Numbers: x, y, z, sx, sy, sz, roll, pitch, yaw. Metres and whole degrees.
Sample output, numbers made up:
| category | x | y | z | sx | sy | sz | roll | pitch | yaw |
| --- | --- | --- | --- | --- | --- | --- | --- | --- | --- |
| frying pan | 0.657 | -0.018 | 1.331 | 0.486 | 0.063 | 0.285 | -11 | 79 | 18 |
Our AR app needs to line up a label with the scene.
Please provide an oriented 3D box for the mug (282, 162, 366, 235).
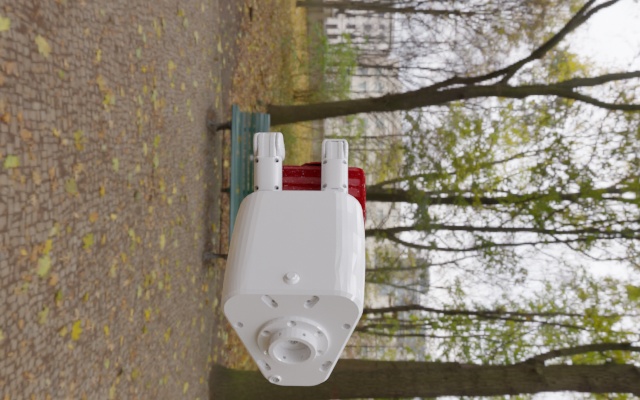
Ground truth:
| category | x | y | z | sx | sy | sz | roll | pitch | yaw |
| --- | --- | --- | --- | --- | --- | --- | --- | --- | --- |
| mug | 0.000 | 0.001 | 0.459 | 0.081 | 0.093 | 0.117 | 1 | 37 | 2 |
